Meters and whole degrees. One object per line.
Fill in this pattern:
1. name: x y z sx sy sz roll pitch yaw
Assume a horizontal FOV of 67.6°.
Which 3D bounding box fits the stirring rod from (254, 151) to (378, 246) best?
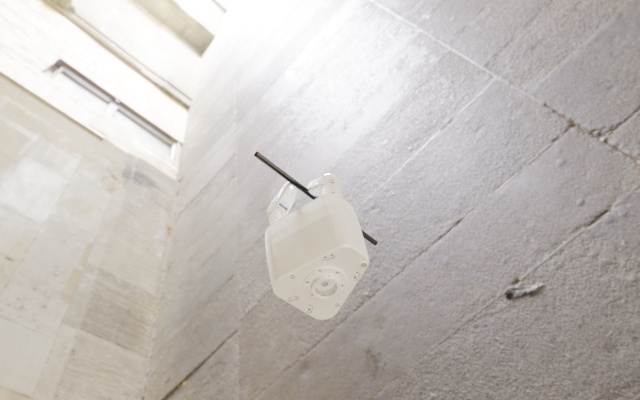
1. stirring rod: 0.000 0.002 0.688 0.239 0.011 0.011 37 -19 -27
